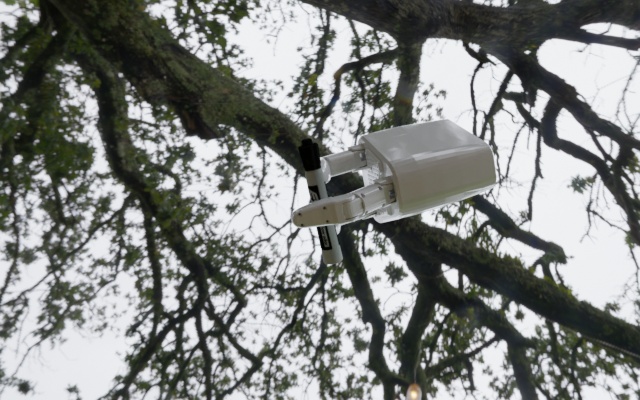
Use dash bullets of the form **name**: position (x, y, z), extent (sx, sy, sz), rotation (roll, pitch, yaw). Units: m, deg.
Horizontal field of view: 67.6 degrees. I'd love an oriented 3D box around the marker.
- **marker**: position (0.000, 0.001, 0.449), extent (0.020, 0.121, 0.020), rotation (-12, 14, 3)
